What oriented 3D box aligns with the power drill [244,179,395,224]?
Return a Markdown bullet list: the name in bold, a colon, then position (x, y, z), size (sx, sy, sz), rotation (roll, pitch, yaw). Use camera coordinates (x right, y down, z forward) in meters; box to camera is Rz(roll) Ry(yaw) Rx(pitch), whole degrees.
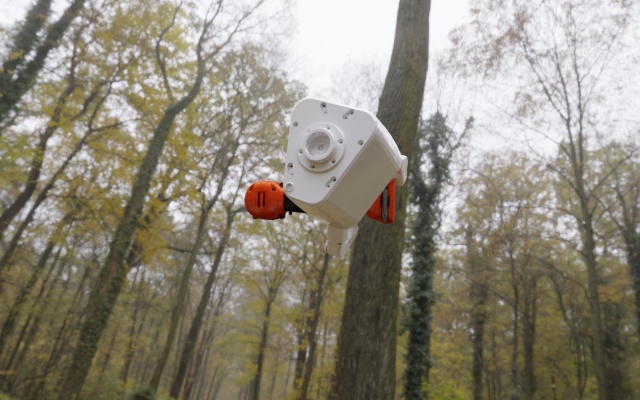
- **power drill**: position (0.001, 0.002, 0.640), size (0.187, 0.057, 0.184), rotation (-1, 1, 1)
